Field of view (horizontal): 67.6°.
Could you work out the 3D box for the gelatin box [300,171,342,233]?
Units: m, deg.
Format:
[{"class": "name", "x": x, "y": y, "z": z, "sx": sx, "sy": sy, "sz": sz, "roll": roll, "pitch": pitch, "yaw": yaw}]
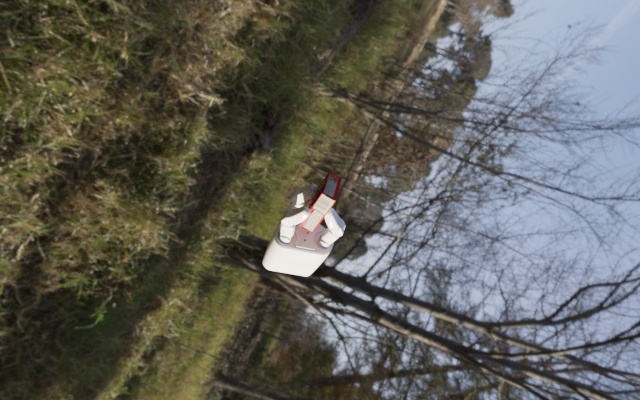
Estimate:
[{"class": "gelatin box", "x": 0.001, "y": 0.003, "z": 0.840, "sx": 0.030, "sy": 0.089, "sz": 0.073, "roll": 29, "pitch": 36, "yaw": -8}]
